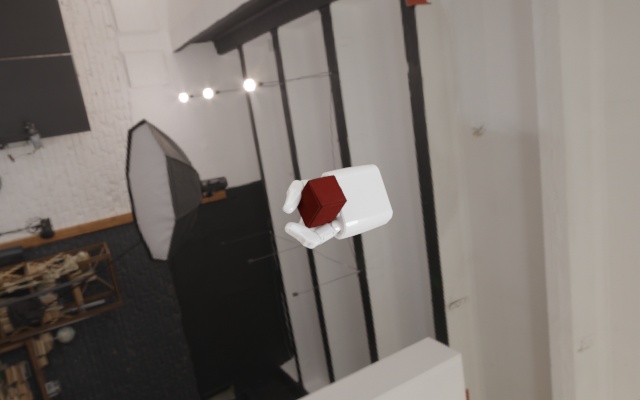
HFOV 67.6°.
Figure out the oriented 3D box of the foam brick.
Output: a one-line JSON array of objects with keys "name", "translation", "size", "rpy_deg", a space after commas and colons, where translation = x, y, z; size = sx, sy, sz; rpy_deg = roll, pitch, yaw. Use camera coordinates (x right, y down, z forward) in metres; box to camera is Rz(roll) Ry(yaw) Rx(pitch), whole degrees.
[{"name": "foam brick", "translation": [0.000, 0.003, 0.785], "size": [0.051, 0.053, 0.078], "rpy_deg": [-13, -24, -27]}]
